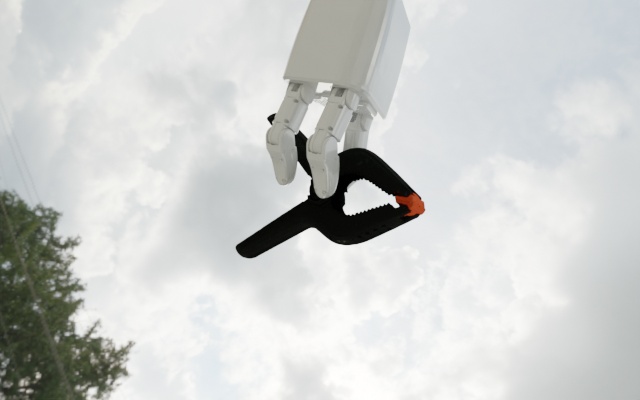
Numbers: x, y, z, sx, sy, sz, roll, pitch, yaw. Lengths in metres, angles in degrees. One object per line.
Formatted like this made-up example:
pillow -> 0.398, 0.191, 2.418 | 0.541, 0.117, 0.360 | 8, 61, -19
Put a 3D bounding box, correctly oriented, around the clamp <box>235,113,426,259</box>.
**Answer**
clamp -> 0.001, 0.002, 0.478 | 0.210, 0.164, 0.036 | 17, -1, 38
